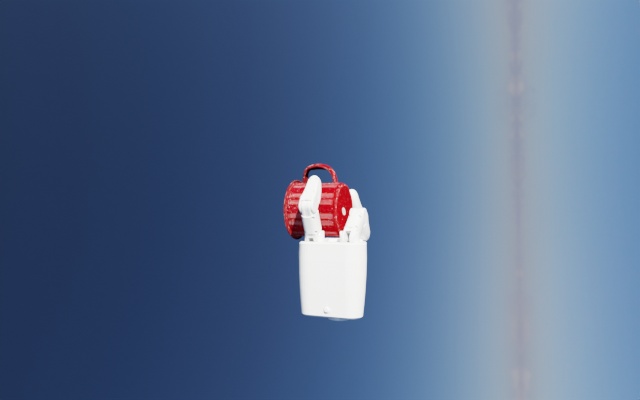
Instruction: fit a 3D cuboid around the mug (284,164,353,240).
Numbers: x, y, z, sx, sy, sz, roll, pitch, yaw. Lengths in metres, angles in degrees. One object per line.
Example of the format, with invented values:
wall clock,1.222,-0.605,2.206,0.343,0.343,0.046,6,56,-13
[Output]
mug,0.000,0.001,0.733,0.081,0.117,0.093,0,-2,22
